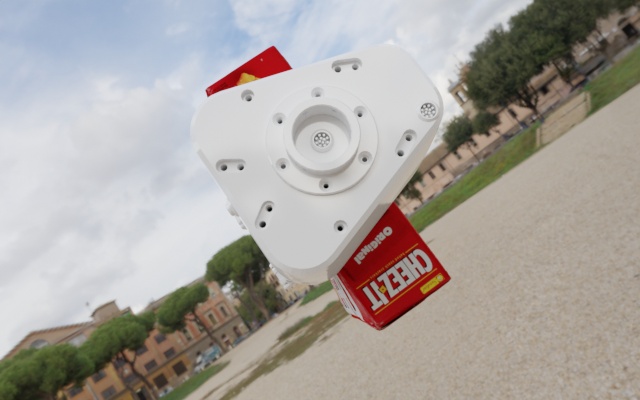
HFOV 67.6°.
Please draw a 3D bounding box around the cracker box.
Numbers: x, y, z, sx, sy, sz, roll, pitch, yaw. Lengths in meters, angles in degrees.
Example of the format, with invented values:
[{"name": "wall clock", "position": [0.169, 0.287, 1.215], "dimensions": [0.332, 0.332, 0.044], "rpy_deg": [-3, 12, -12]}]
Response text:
[{"name": "cracker box", "position": [0.000, 0.001, 0.412], "dimensions": [0.072, 0.213, 0.164], "rpy_deg": [-34, -8, -7]}]
